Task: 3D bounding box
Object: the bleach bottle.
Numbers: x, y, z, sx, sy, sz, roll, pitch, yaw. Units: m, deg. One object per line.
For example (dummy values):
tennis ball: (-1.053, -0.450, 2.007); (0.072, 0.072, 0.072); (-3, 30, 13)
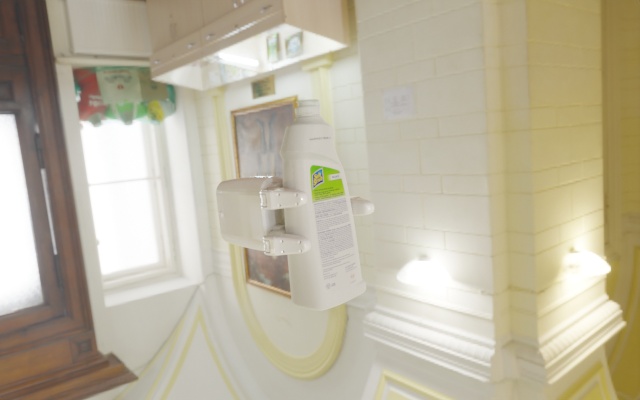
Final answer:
bleach bottle: (0.000, 0.002, 0.598); (0.068, 0.251, 0.102); (2, 10, 42)
